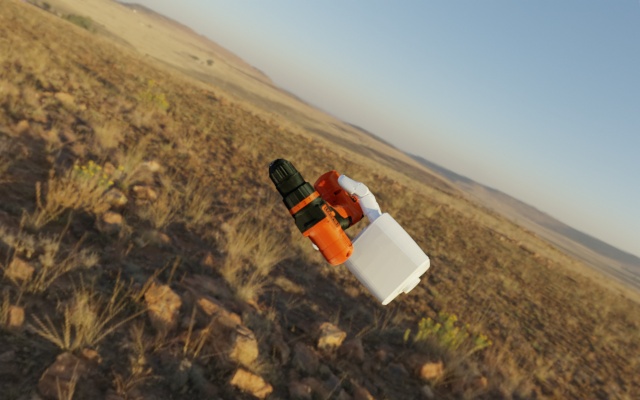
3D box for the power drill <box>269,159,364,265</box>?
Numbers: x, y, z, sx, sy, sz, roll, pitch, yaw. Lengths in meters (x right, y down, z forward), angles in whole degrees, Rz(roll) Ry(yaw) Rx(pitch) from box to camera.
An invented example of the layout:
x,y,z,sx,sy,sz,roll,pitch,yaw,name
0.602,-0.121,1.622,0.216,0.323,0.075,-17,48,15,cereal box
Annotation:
x,y,z,sx,sy,sz,roll,pitch,yaw,name
0.000,0.003,0.783,0.057,0.184,0.187,-33,1,21,power drill
